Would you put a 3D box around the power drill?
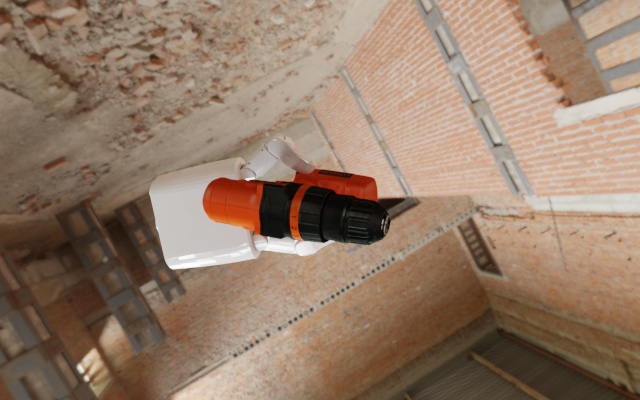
[{"bbox_3d":[0.000,0.002,0.504,0.184,0.057,0.187,10,8,21],"label":"power drill"}]
